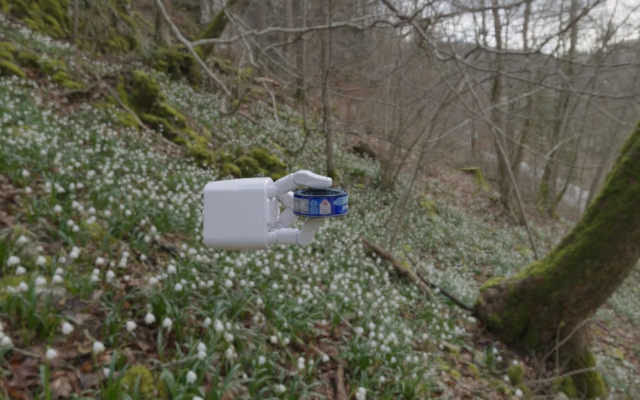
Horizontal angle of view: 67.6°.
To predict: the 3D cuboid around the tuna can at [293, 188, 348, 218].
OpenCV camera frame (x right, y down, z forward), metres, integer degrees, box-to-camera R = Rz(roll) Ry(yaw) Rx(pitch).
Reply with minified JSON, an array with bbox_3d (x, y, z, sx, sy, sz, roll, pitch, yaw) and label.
[{"bbox_3d":[0.000,0.002,0.735,0.086,0.034,0.086,0,9,0],"label":"tuna can"}]
